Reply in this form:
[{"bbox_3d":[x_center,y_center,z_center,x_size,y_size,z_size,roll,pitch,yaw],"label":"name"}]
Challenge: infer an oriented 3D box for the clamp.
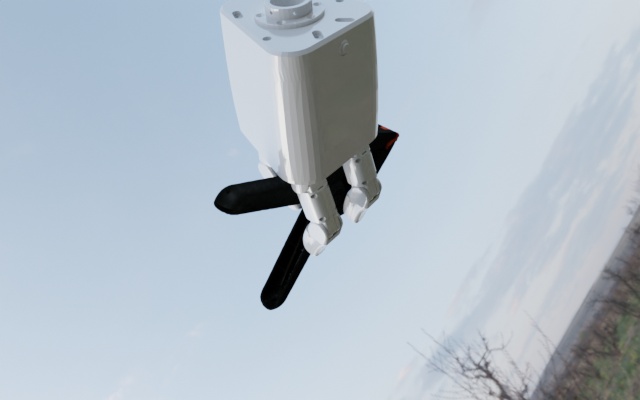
[{"bbox_3d":[0.000,0.001,0.452,0.036,0.165,0.210,32,55,30],"label":"clamp"}]
